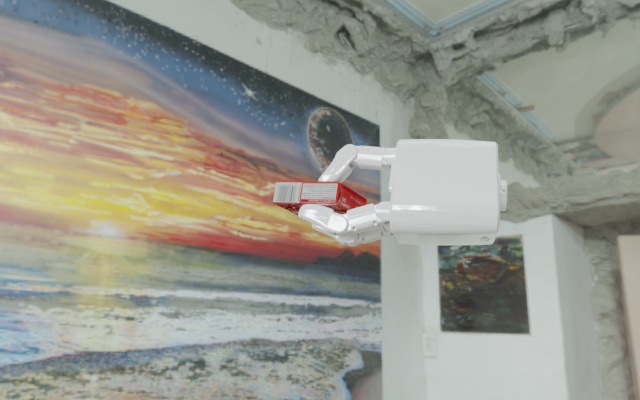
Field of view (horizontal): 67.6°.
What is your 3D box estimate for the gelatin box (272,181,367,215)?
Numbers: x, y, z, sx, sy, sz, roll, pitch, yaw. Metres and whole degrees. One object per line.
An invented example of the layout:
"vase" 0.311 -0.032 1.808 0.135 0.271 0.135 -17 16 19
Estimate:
"gelatin box" 0.000 0.001 0.563 0.089 0.030 0.073 2 -15 29
